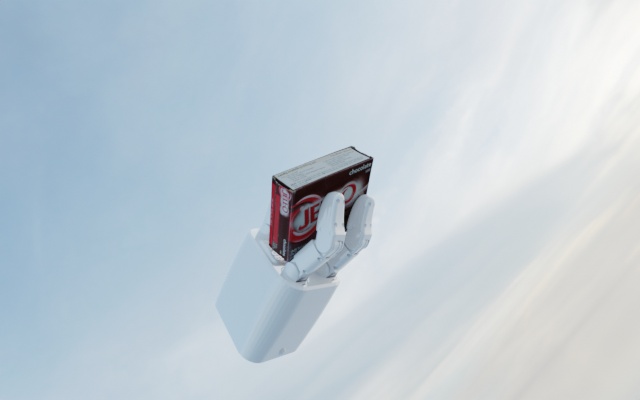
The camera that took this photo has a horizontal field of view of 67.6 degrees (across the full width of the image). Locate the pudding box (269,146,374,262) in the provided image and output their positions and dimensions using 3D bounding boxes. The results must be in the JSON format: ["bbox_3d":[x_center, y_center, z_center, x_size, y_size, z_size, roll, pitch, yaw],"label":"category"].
[{"bbox_3d":[0.000,0.002,0.498,0.113,0.090,0.039,-27,49,-37],"label":"pudding box"}]
